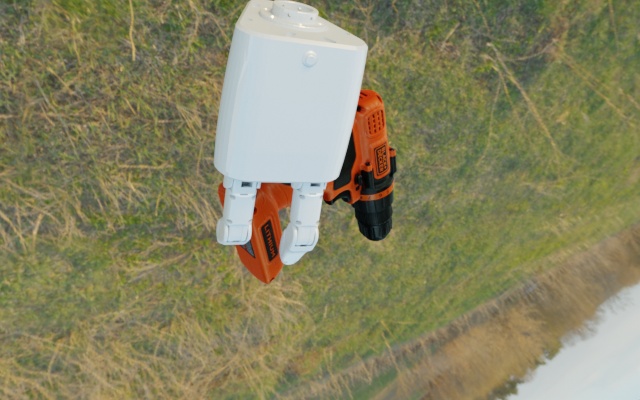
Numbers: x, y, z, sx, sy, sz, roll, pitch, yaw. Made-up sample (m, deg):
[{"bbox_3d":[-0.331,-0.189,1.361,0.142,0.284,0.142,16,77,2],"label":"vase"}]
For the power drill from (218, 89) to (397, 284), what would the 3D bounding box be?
[{"bbox_3d":[0.000,0.002,0.485,0.187,0.185,0.057,-33,39,-27],"label":"power drill"}]
